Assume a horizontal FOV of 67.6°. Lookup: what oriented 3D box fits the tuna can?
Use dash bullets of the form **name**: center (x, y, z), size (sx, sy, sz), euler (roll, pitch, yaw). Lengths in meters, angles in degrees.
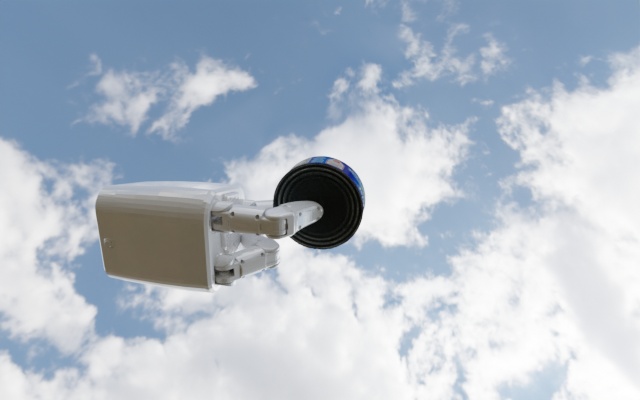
- **tuna can**: center (0.000, 0.001, 0.458), size (0.086, 0.086, 0.033), euler (0, 19, 12)
